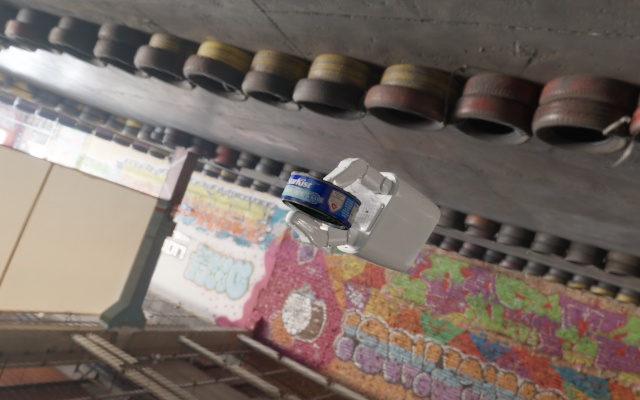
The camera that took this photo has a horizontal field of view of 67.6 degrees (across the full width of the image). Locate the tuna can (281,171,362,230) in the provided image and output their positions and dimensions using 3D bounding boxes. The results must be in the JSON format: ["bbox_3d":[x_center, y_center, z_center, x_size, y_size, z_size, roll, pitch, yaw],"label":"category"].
[{"bbox_3d":[0.000,0.002,0.531,0.086,0.033,0.086,23,-9,4],"label":"tuna can"}]
